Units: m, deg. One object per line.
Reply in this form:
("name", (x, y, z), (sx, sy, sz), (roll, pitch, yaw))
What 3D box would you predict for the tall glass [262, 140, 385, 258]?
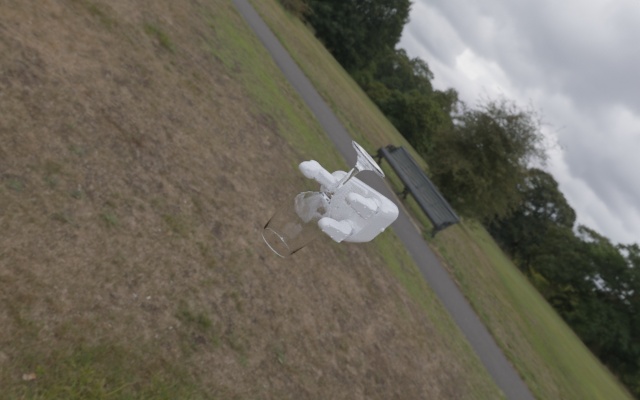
("tall glass", (0.001, 0.002, 0.737), (0.201, 0.079, 0.079), (-42, -12, 14))
